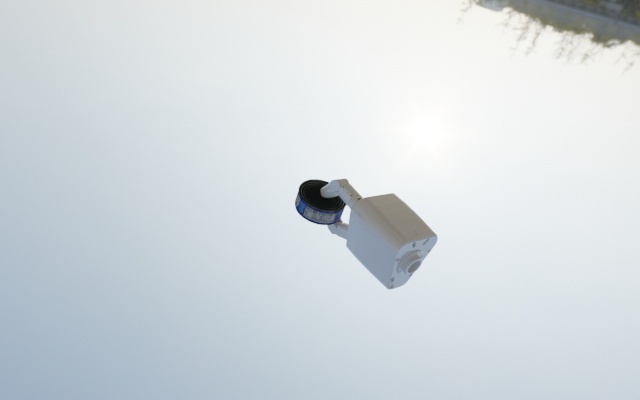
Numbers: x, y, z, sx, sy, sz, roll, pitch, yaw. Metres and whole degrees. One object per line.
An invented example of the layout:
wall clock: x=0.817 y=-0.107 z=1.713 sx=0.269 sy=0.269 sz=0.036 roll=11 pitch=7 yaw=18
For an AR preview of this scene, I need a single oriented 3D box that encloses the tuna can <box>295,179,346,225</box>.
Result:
tuna can: x=0.000 y=0.003 z=0.814 sx=0.086 sy=0.034 sz=0.086 roll=13 pitch=36 yaw=-10
